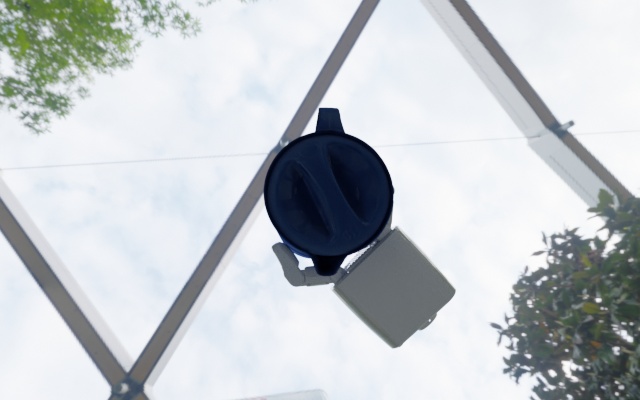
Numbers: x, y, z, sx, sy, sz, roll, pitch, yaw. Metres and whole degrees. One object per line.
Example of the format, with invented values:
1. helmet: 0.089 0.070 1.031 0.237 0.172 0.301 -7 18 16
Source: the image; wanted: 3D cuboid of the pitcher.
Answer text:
1. pitcher: 0.000 0.002 0.597 0.149 0.145 0.243 -45 -3 -11
